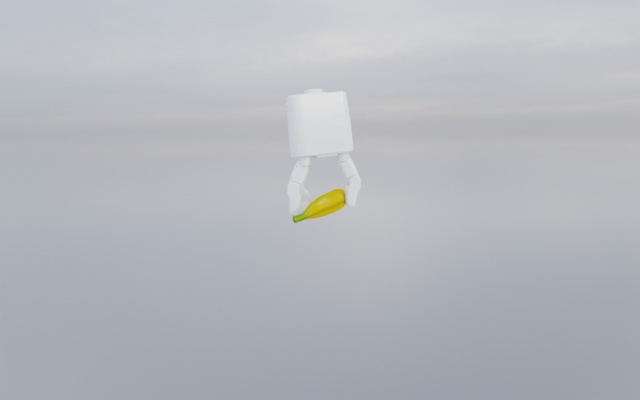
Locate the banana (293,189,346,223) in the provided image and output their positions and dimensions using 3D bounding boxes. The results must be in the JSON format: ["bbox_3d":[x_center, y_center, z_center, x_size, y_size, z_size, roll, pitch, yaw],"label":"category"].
[{"bbox_3d":[0.016,0.001,0.882,0.069,0.037,0.198,-9,6,23],"label":"banana"}]
